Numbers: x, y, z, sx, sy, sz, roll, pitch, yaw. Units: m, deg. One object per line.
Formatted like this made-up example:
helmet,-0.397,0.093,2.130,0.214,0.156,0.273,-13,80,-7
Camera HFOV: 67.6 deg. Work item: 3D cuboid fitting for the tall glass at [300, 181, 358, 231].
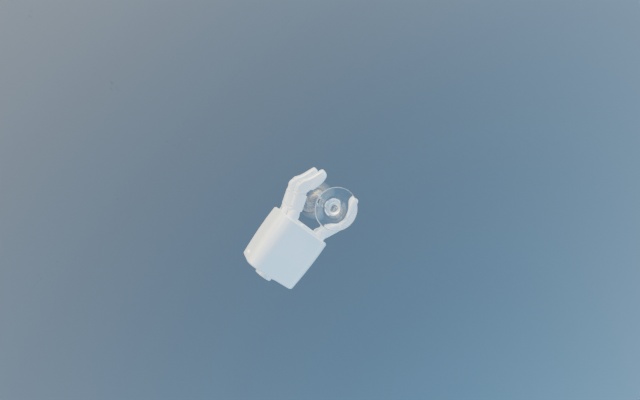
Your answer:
tall glass,0.000,0.003,0.887,0.079,0.079,0.201,0,7,-15
